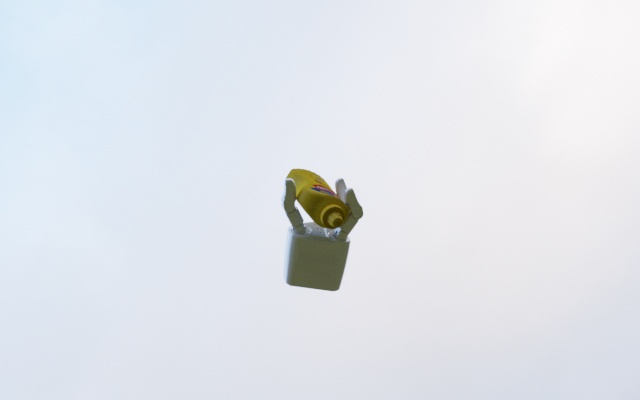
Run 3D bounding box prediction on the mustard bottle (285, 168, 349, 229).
[{"bbox_3d":[0.000,0.002,0.855,0.096,0.058,0.191,28,11,-26],"label":"mustard bottle"}]
